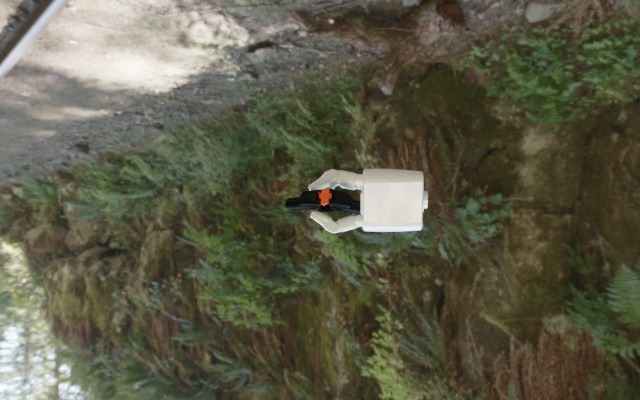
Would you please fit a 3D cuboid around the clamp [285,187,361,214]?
[{"bbox_3d":[0.000,0.004,0.880,0.164,0.036,0.210,1,-6,8],"label":"clamp"}]
